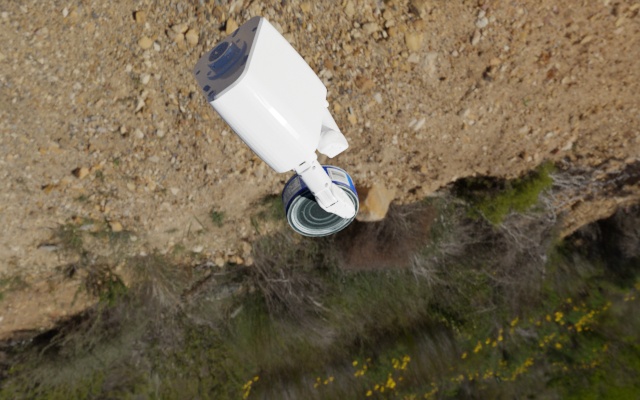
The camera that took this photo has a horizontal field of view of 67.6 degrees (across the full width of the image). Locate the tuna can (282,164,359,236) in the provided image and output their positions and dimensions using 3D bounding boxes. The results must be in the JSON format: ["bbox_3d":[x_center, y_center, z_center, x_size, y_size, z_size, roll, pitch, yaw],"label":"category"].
[{"bbox_3d":[0.000,0.002,0.549,0.086,0.086,0.033,0,43,-16],"label":"tuna can"}]
